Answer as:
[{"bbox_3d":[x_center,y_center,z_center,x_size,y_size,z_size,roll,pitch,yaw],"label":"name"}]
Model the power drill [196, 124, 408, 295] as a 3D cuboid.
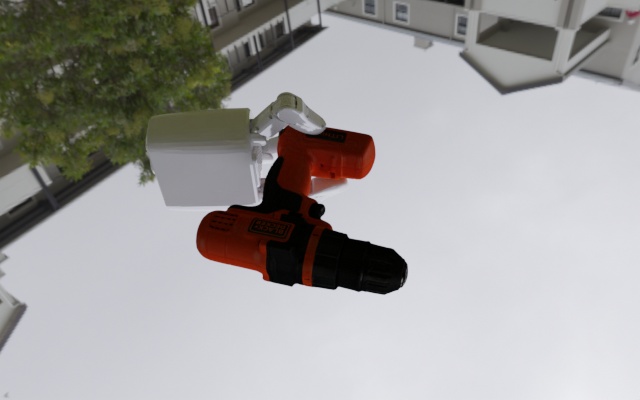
[{"bbox_3d":[0.000,0.001,0.456,0.184,0.057,0.187,12,41,10],"label":"power drill"}]
